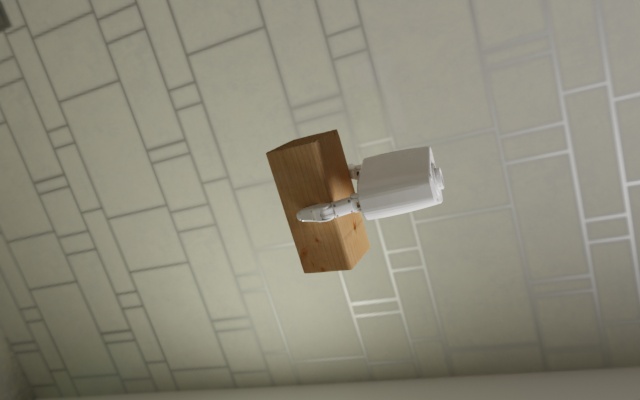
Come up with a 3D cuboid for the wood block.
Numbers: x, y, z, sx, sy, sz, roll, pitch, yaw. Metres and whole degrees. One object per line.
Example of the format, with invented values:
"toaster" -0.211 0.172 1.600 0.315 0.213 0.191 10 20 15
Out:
"wood block" 0.000 0.003 0.765 0.090 0.206 0.090 -9 15 30
